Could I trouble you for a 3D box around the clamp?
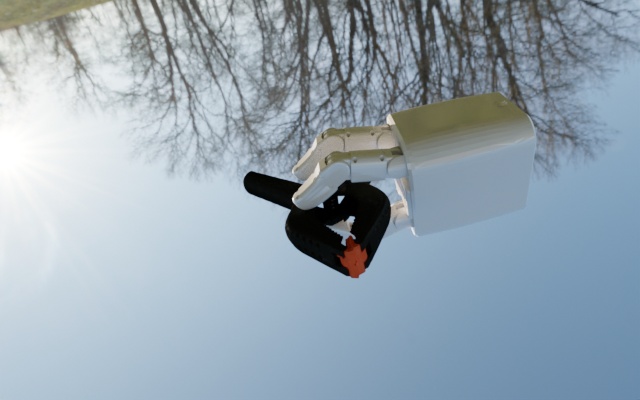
[{"bbox_3d":[0.001,0.002,0.450,0.164,0.036,0.209,-14,29,5],"label":"clamp"}]
